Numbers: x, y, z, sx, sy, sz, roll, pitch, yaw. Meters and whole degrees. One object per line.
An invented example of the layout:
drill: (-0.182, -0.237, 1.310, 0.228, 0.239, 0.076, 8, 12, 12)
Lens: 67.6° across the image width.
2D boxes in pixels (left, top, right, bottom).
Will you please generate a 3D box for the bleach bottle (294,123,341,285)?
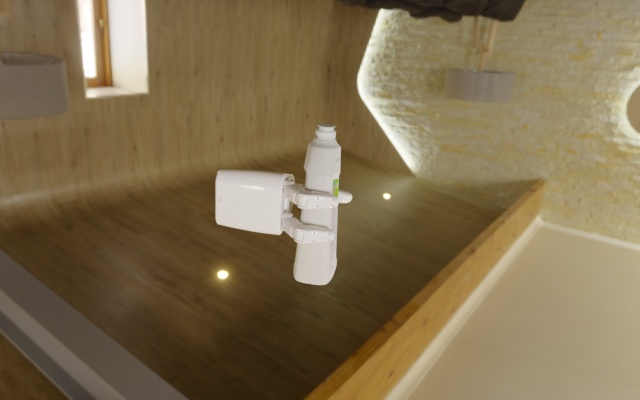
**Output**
bleach bottle: (0.000, 0.003, 0.763, 0.068, 0.251, 0.102, 7, 20, 7)
